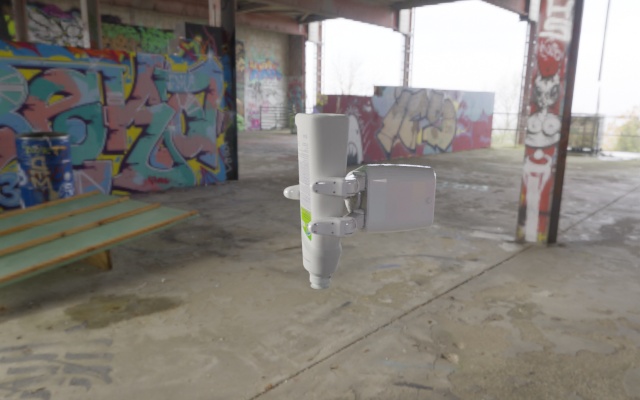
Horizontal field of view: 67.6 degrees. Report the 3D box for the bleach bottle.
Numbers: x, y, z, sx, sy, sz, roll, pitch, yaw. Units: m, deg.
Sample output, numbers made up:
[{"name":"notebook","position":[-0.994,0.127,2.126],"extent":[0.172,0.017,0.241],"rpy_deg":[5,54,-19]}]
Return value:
[{"name":"bleach bottle","position":[0.000,0.002,0.691],"extent":[0.068,0.251,0.102],"rpy_deg":[-2,12,-13]}]
